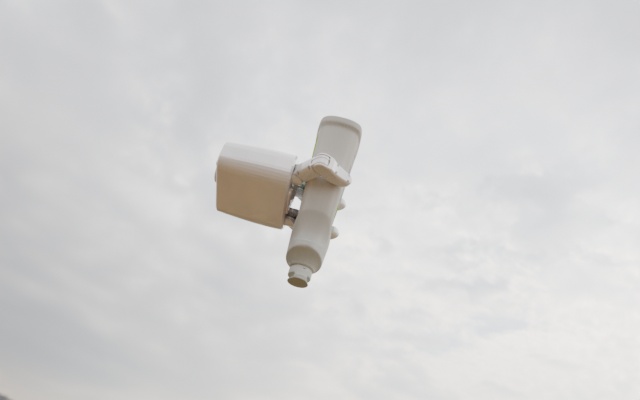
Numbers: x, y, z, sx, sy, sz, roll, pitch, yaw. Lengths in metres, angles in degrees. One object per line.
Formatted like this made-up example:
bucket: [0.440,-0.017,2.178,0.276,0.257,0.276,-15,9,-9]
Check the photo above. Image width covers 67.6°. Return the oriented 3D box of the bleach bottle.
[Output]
bleach bottle: [0.000,0.002,0.678,0.068,0.250,0.103,14,-34,3]
